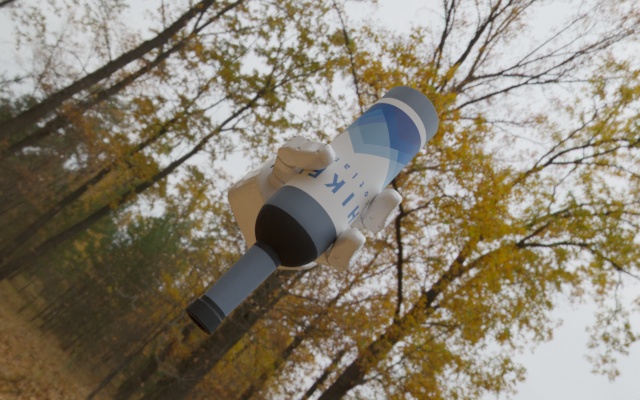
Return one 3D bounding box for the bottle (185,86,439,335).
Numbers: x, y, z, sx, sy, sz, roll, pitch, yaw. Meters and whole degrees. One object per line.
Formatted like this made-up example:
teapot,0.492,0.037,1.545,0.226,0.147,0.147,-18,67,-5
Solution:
bottle,0.000,0.001,0.429,0.295,0.069,0.069,-44,24,-27
